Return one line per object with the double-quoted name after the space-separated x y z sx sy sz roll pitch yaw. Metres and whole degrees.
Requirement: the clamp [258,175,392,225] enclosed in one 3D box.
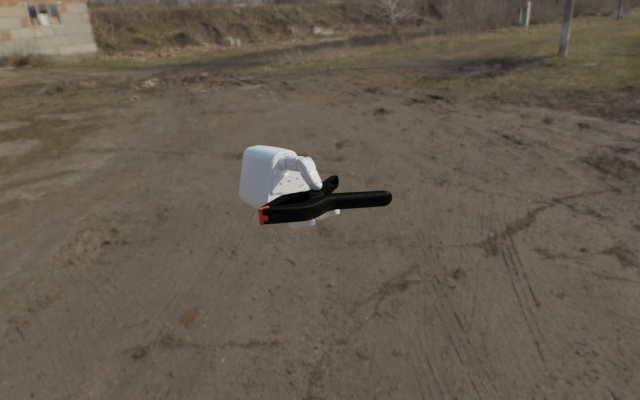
-0.001 0.002 0.778 0.210 0.036 0.164 -18 21 -36 "clamp"
